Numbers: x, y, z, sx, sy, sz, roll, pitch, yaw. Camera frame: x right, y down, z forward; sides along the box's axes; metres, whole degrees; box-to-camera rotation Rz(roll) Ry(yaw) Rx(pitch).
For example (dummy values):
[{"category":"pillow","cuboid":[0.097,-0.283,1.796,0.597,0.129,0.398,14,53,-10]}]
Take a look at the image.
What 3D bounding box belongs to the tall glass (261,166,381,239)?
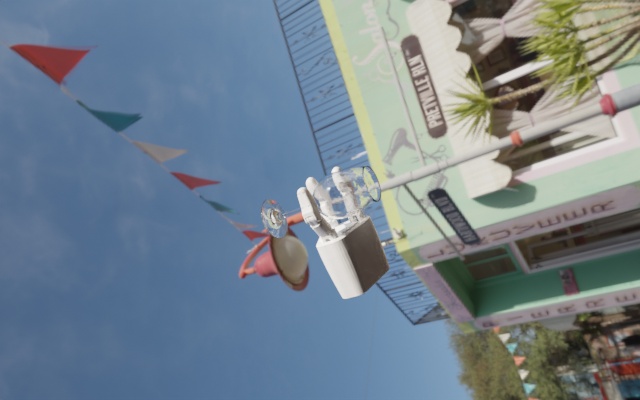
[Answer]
[{"category":"tall glass","cuboid":[-0.001,0.003,0.809,0.201,0.079,0.079,-20,-10,28]}]
